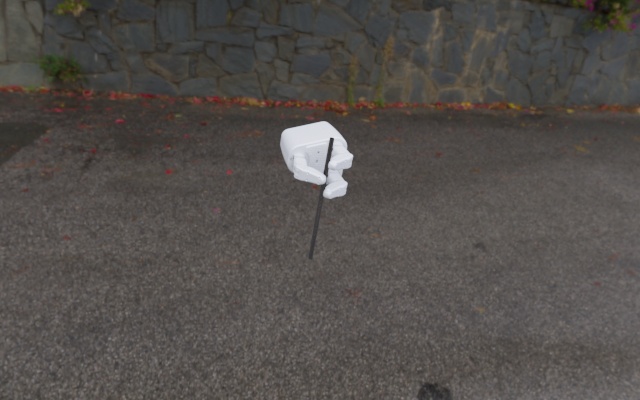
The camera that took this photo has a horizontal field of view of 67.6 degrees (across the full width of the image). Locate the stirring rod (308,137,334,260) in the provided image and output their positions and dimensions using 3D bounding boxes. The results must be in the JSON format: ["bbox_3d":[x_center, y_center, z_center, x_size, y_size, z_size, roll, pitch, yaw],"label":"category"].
[{"bbox_3d":[0.000,0.003,0.847,0.011,0.240,0.011,8,26,-4],"label":"stirring rod"}]
